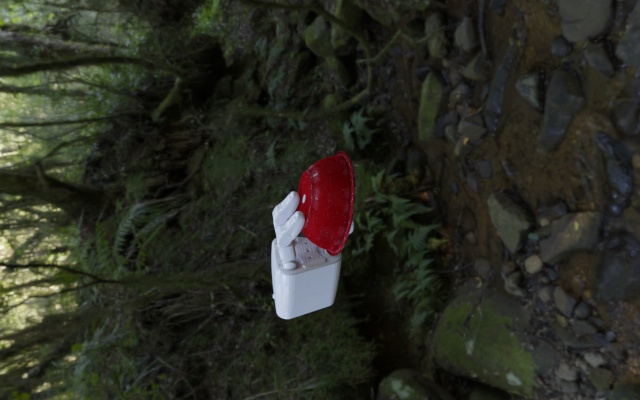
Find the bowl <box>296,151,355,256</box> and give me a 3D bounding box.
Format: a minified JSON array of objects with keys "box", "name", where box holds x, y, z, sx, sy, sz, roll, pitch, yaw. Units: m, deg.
[{"box":[0.000,0.001,0.726,0.055,0.162,0.162,6,-2,-16],"name":"bowl"}]
